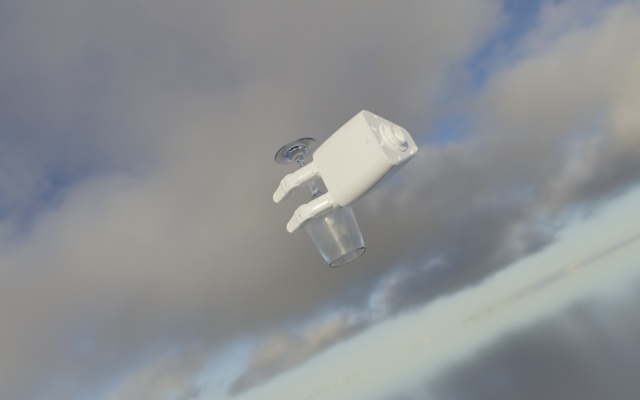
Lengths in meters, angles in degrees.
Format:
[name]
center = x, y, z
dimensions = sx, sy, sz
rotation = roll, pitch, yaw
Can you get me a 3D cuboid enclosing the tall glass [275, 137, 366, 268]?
[tall glass]
center = 0.000, 0.002, 0.751
dimensions = 0.079, 0.201, 0.079
rotation = -23, -20, -9
